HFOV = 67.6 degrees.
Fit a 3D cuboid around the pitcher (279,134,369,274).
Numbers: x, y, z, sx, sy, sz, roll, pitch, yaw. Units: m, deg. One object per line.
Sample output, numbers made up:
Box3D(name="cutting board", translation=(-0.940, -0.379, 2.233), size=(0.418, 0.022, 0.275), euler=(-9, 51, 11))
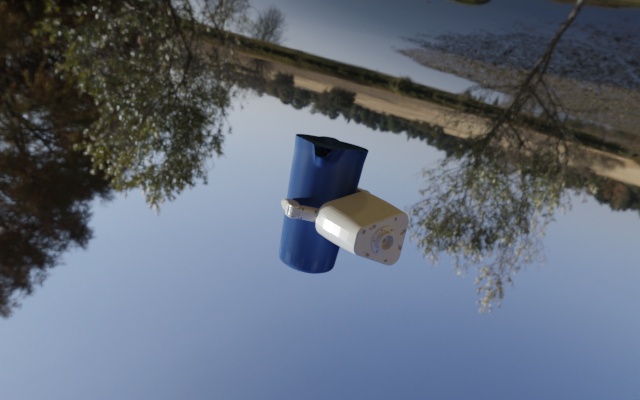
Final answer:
Box3D(name="pitcher", translation=(0.000, 0.003, 0.887), size=(0.149, 0.243, 0.145), euler=(3, 16, -35))
